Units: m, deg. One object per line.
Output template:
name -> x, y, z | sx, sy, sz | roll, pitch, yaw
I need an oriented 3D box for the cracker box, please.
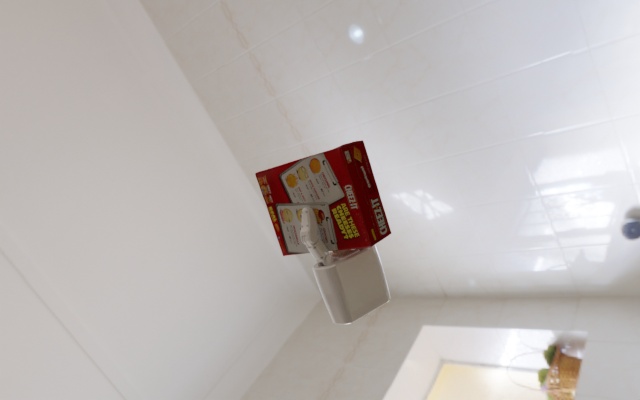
cracker box -> 0.000, 0.003, 0.819 | 0.214, 0.164, 0.072 | -12, 8, 44
